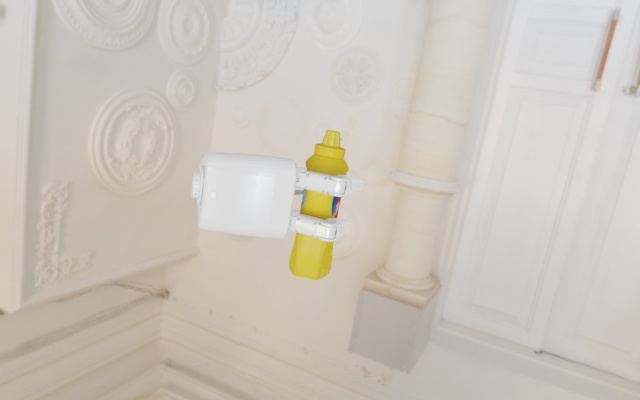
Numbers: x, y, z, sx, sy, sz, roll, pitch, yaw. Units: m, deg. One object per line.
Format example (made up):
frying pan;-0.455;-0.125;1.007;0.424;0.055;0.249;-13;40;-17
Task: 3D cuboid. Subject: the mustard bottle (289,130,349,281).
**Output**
mustard bottle;0.000;0.002;0.637;0.058;0.192;0.096;11;12;6
